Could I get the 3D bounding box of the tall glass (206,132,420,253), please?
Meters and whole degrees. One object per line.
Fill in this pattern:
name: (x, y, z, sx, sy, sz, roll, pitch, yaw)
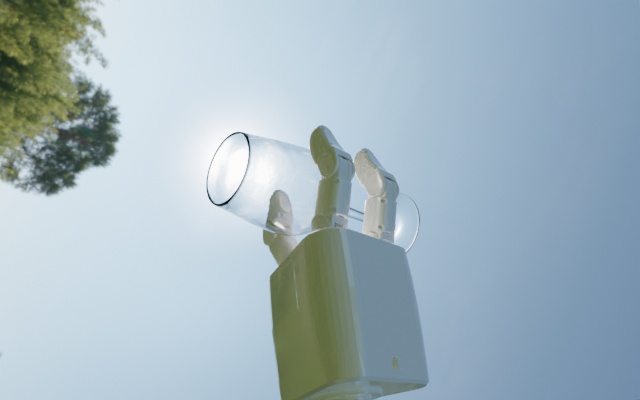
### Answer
tall glass: (0.001, 0.002, 0.434, 0.201, 0.079, 0.079, 20, -13, -38)
